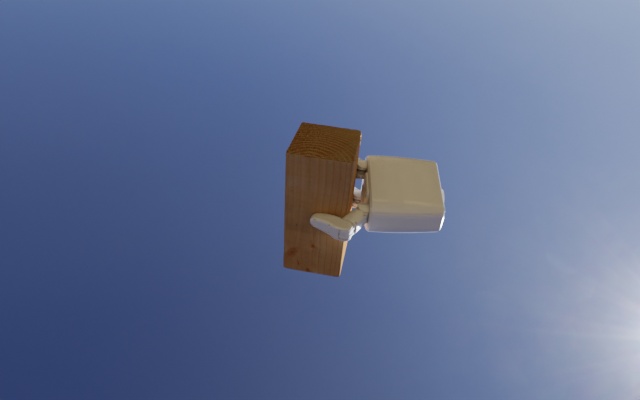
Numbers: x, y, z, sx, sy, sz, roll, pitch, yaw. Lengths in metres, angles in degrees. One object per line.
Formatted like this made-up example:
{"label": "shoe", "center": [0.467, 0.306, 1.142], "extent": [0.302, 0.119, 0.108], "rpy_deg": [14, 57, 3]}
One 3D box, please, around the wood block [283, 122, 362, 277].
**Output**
{"label": "wood block", "center": [0.000, 0.003, 0.699], "extent": [0.090, 0.206, 0.090], "rpy_deg": [9, 37, 7]}
